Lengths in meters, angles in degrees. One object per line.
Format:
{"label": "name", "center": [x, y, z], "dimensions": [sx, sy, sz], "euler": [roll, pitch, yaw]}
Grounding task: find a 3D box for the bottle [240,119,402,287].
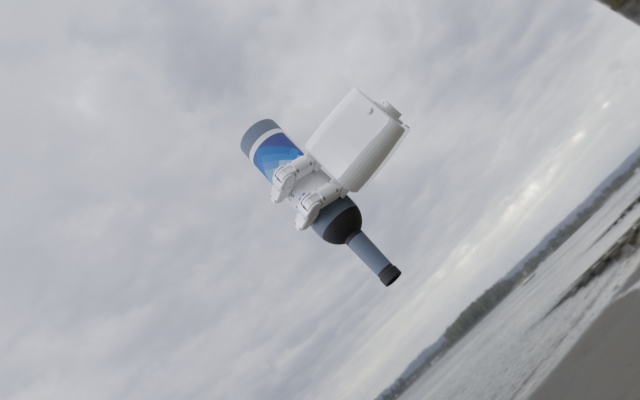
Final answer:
{"label": "bottle", "center": [0.000, 0.002, 0.662], "dimensions": [0.295, 0.069, 0.069], "euler": [47, 22, 22]}
